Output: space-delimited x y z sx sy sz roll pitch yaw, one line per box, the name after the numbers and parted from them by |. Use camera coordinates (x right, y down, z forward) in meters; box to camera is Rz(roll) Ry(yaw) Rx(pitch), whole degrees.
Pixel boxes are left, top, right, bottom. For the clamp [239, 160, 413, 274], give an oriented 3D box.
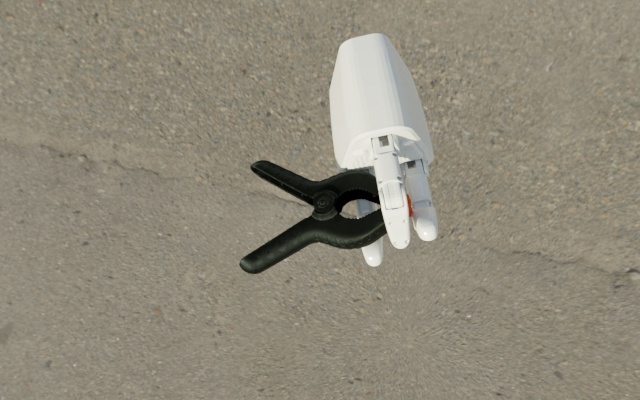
0.000 0.001 0.468 0.171 0.120 0.039 -11 -21 7 | clamp
